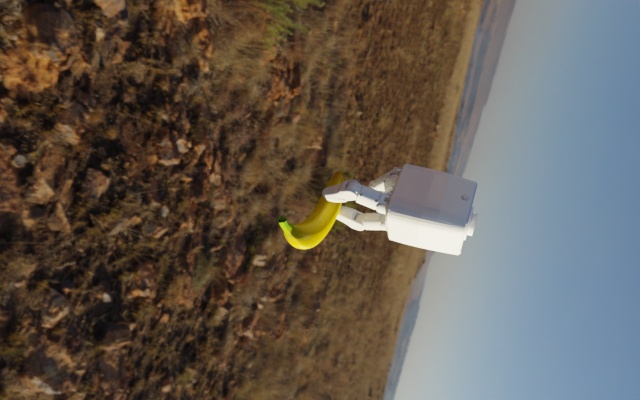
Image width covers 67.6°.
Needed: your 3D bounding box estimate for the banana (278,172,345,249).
[{"bbox_3d":[-0.002,0.020,0.694,0.037,0.070,0.197,13,26,20],"label":"banana"}]
